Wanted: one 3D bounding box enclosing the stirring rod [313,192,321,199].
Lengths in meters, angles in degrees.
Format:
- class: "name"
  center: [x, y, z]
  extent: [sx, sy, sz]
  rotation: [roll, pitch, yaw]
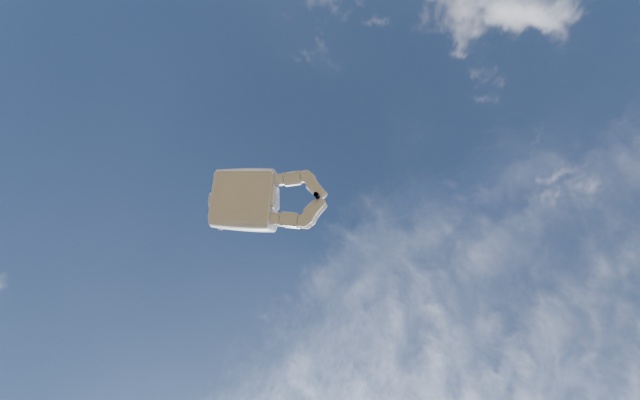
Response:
- class: "stirring rod"
  center: [0.000, 0.003, 0.885]
  extent: [0.011, 0.011, 0.239]
  rotation: [0, -6, 4]
